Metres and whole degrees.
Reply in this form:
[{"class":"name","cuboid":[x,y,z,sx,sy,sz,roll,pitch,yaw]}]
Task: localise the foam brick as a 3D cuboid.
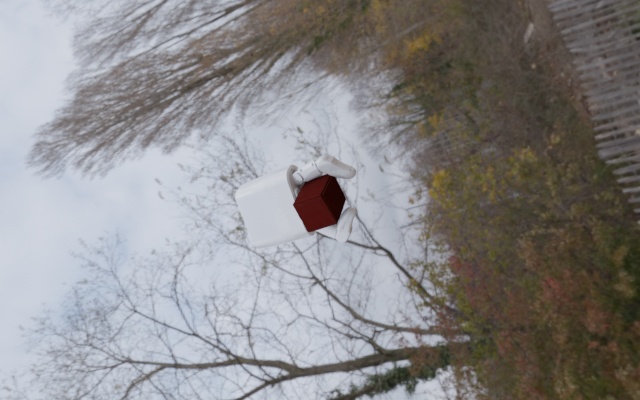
[{"class":"foam brick","cuboid":[0.000,0.002,0.724,0.051,0.053,0.078,-18,22,23]}]
